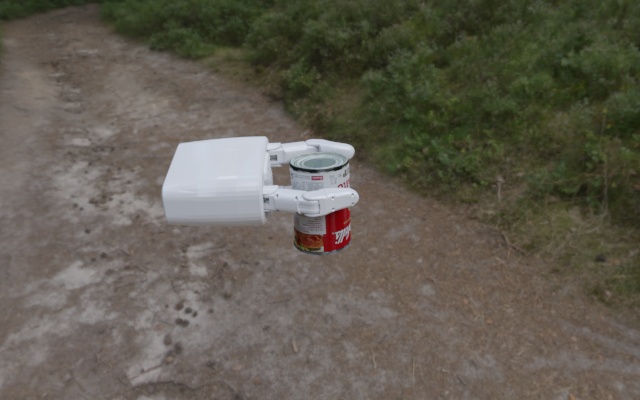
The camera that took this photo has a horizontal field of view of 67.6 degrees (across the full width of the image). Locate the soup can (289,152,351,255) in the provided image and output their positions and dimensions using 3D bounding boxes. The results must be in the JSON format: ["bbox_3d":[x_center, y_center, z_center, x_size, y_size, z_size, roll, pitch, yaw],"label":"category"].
[{"bbox_3d":[0.001,0.002,0.546,0.068,0.102,0.068,-2,22,1],"label":"soup can"}]
